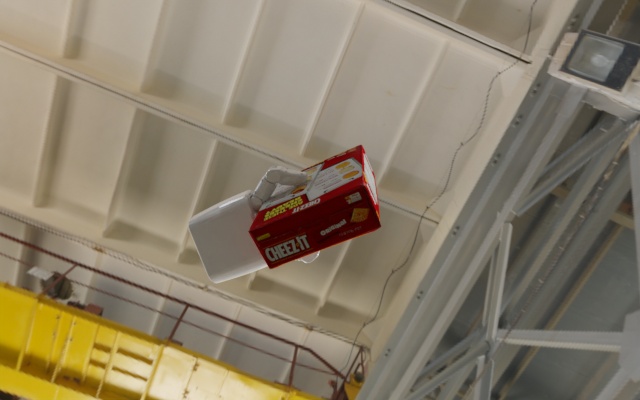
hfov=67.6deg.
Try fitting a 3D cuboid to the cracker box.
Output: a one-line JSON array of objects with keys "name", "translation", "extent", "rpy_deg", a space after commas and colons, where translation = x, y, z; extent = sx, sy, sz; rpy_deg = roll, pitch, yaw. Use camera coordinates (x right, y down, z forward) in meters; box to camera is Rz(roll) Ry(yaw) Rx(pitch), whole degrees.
[{"name": "cracker box", "translation": [0.000, 0.002, 0.704], "extent": [0.164, 0.072, 0.213], "rpy_deg": [-22, 17, 12]}]
